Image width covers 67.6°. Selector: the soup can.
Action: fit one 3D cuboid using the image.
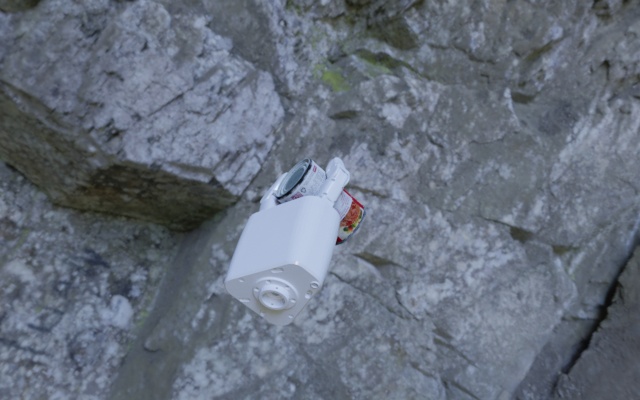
[{"bbox_3d":[0.000,0.001,0.622,0.102,0.068,0.068,41,-16,-19],"label":"soup can"}]
